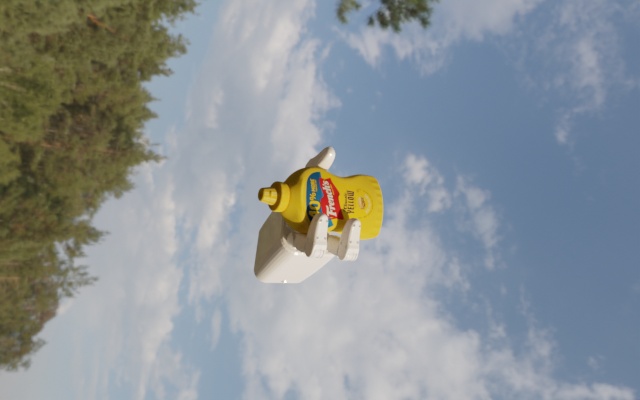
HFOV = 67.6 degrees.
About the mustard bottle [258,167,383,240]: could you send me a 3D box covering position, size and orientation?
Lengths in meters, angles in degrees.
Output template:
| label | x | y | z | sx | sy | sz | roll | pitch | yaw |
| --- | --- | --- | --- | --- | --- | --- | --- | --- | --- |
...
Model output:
| label | x | y | z | sx | sy | sz | roll | pitch | yaw |
| --- | --- | --- | --- | --- | --- | --- | --- | --- | --- |
| mustard bottle | 0.001 | 0.002 | 0.678 | 0.191 | 0.096 | 0.058 | 7 | -12 | -33 |
